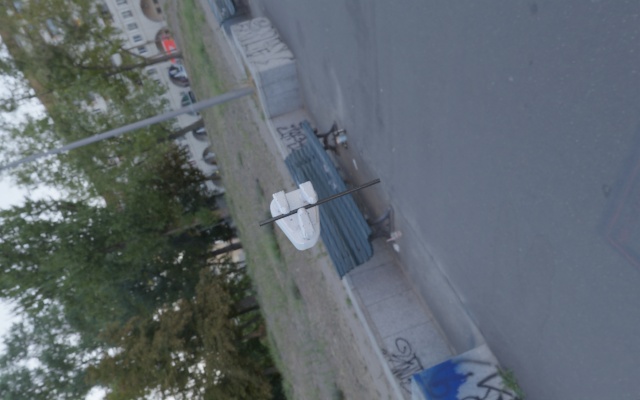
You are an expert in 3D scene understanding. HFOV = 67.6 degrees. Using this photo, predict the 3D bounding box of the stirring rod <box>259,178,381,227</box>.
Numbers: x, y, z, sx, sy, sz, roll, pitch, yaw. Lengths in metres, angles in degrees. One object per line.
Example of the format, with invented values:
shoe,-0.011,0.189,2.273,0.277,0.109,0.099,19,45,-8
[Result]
stirring rod,0.000,0.003,0.888,0.239,0.011,0.011,-20,3,-8
